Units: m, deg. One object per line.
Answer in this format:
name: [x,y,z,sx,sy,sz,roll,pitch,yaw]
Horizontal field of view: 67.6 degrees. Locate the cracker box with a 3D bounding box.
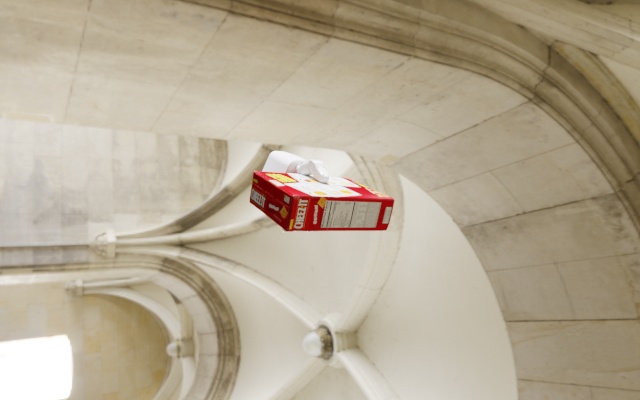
cracker box: [0.000,0.003,0.880,0.214,0.072,0.164,1,16,-32]
